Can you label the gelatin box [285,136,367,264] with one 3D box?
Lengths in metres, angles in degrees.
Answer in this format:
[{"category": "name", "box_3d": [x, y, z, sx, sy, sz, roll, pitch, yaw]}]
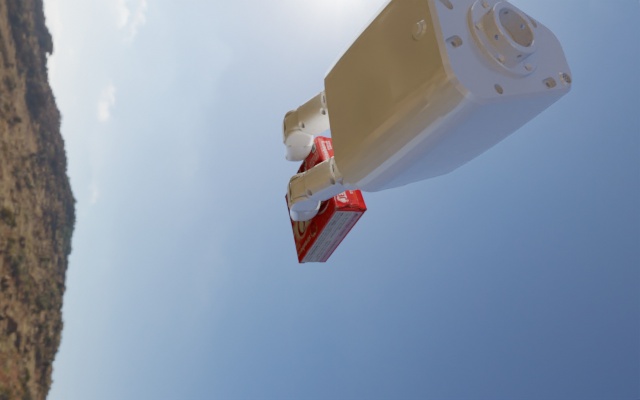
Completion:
[{"category": "gelatin box", "box_3d": [0.000, 0.002, 0.410, 0.030, 0.073, 0.089, 2, -35, -24]}]
